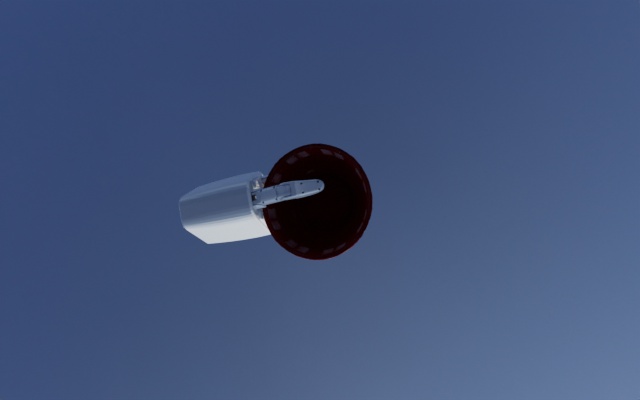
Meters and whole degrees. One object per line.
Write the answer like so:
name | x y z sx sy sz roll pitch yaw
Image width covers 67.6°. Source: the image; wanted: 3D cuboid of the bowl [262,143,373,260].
bowl | 0.002 0.002 0.684 0.162 0.162 0.055 0 -1 18
